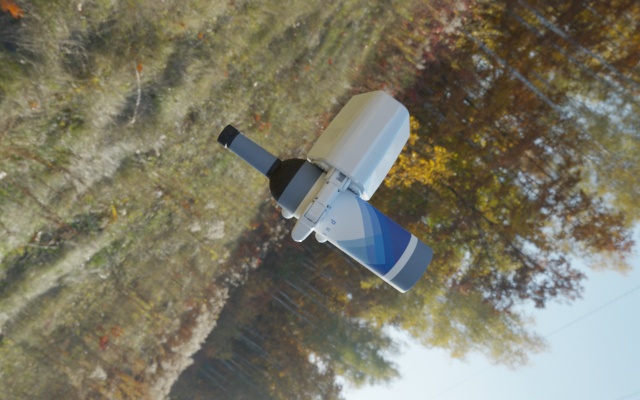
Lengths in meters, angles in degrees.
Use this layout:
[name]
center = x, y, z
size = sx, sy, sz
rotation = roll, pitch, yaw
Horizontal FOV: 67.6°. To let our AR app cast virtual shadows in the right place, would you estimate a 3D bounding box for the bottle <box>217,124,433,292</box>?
[bottle]
center = 0.000, 0.002, 0.592
size = 0.296, 0.069, 0.069
rotation = 35, -1, -1
